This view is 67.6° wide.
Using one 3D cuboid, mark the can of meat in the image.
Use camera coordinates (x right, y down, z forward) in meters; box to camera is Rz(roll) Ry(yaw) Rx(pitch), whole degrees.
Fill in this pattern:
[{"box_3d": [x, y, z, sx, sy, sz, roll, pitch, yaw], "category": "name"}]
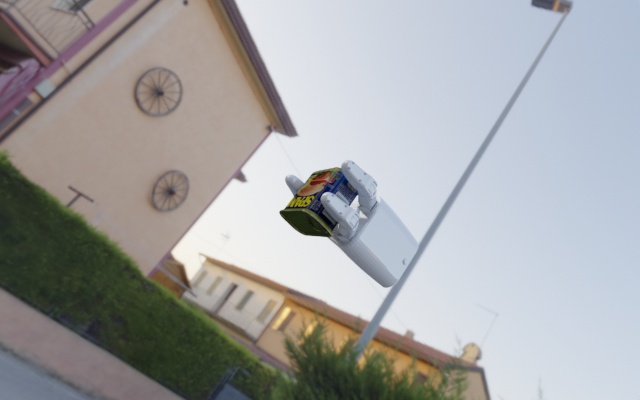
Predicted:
[{"box_3d": [0.000, 0.002, 0.683, 0.057, 0.084, 0.102, 45, -21, -20], "category": "can of meat"}]
